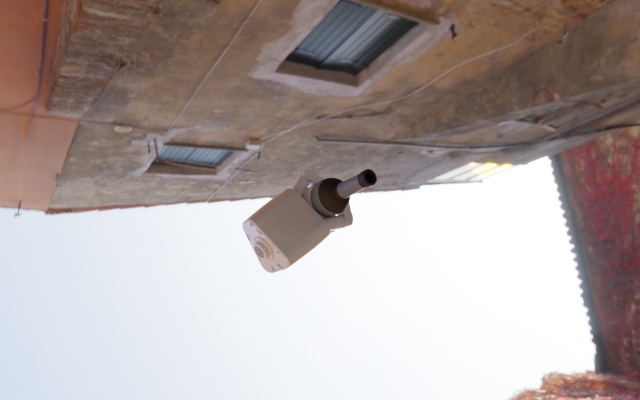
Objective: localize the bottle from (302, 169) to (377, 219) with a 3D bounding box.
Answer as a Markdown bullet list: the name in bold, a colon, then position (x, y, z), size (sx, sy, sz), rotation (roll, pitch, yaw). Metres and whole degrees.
- **bottle**: position (0.000, 0.003, 0.868), size (0.069, 0.069, 0.296), rotation (0, -16, -33)
